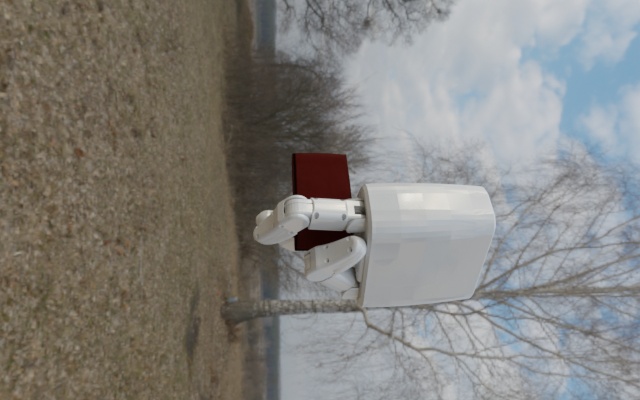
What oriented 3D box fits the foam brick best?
[{"bbox_3d":[0.000,0.001,0.442,0.051,0.078,0.053,-2,-35,-4],"label":"foam brick"}]
